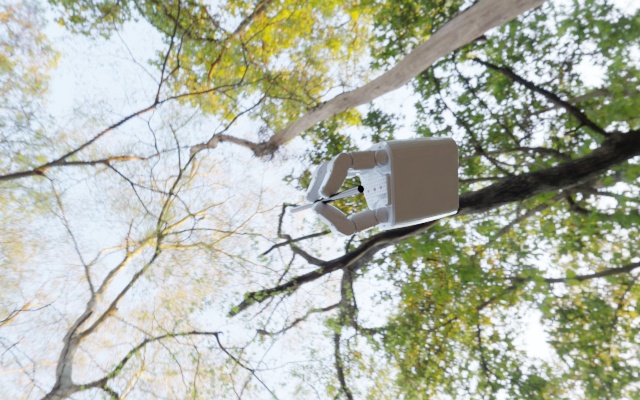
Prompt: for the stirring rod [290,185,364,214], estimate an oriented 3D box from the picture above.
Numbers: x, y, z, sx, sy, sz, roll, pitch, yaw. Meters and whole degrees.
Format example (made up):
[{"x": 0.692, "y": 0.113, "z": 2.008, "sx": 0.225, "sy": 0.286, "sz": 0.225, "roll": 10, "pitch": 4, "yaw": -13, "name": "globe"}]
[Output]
[{"x": 0.000, "y": 0.002, "z": 0.600, "sx": 0.011, "sy": 0.011, "sz": 0.239, "roll": 0, "pitch": -7, "yaw": -20, "name": "stirring rod"}]
